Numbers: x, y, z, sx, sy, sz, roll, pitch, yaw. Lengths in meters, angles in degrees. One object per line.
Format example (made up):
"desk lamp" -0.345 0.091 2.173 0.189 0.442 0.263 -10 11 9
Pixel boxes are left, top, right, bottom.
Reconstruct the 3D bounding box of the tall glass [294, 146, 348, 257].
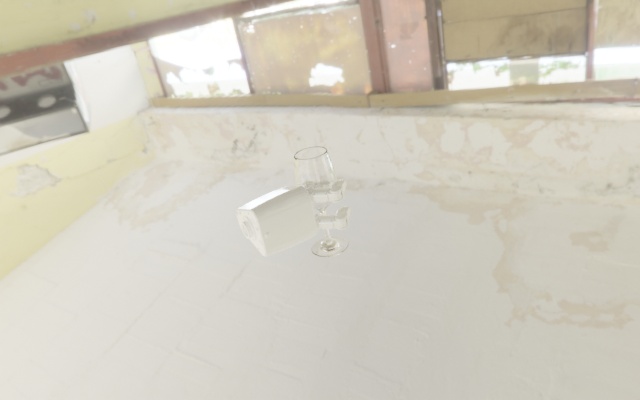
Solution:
"tall glass" 0.000 0.003 0.897 0.079 0.201 0.079 -9 25 4
